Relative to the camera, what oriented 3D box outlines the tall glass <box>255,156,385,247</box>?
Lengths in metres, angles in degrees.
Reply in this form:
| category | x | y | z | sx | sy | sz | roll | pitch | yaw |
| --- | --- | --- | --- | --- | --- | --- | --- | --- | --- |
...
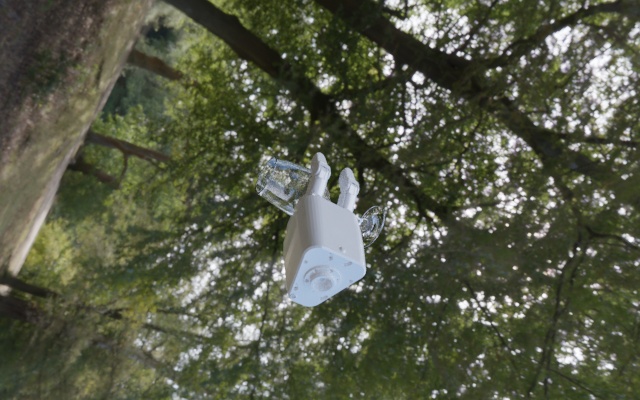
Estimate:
| category | x | y | z | sx | sy | sz | roll | pitch | yaw |
| --- | --- | --- | --- | --- | --- | --- | --- | --- | --- |
| tall glass | 0.001 | 0.003 | 0.749 | 0.201 | 0.079 | 0.079 | 27 | -11 | -23 |
